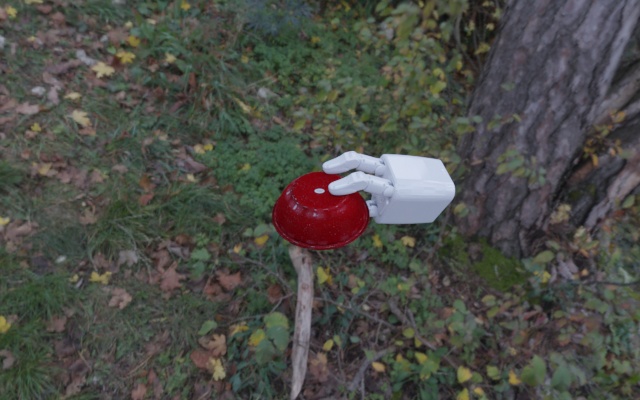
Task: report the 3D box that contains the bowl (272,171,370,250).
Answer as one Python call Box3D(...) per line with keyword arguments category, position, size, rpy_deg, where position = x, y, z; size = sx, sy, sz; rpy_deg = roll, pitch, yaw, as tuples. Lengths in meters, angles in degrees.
Box3D(category="bowl", position=(-0.001, 0.003, 0.768), size=(0.162, 0.055, 0.162), rpy_deg=(-1, 43, 1))
